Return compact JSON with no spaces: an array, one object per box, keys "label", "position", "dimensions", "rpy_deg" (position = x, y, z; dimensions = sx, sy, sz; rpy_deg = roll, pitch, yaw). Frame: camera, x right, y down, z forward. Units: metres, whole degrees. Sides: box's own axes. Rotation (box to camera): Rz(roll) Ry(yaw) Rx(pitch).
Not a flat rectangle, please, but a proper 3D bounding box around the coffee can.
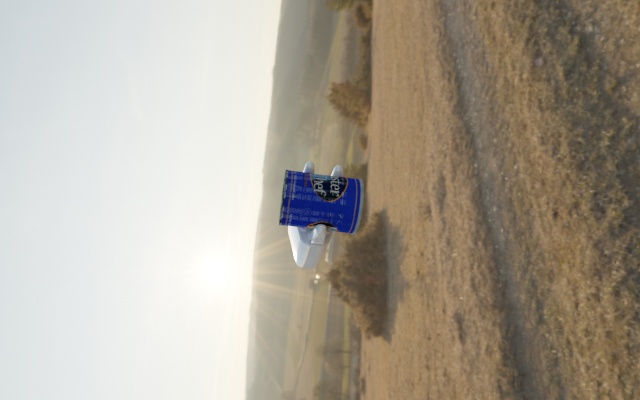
[{"label":"coffee can","position":[0.000,0.003,0.868],"dimensions":[0.140,0.103,0.103],"rpy_deg":[7,-1,-6]}]
